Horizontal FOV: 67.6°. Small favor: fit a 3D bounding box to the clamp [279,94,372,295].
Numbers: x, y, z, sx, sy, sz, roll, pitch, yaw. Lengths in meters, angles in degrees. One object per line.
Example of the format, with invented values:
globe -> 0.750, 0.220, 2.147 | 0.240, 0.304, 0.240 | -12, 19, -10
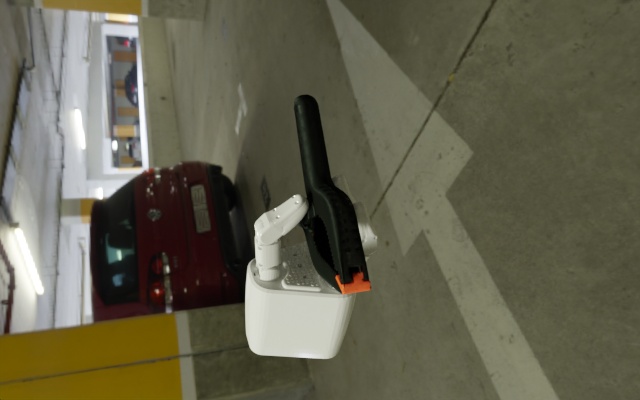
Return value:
clamp -> -0.001, 0.002, 0.479 | 0.036, 0.165, 0.209 | -6, 36, -19
